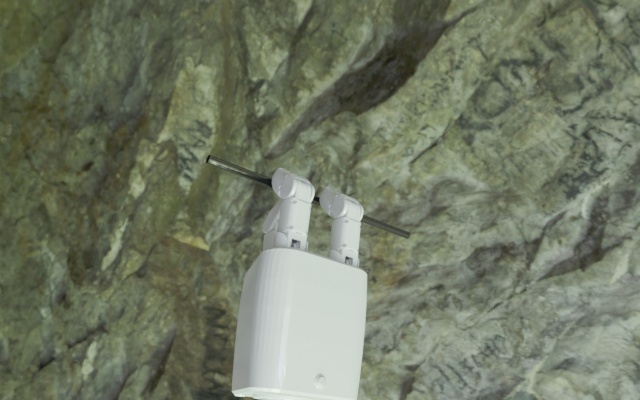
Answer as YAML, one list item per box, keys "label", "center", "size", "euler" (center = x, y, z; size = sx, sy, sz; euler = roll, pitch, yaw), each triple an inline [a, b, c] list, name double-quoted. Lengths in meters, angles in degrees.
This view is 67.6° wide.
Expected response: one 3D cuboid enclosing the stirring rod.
- label: "stirring rod"
  center: [0.000, 0.002, 0.472]
  size: [0.239, 0.011, 0.011]
  euler: [21, -11, -30]
